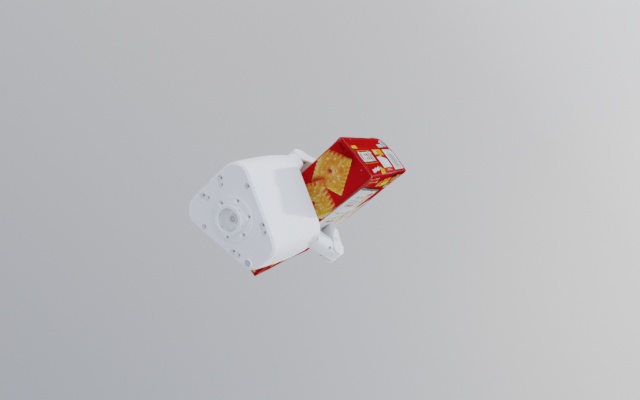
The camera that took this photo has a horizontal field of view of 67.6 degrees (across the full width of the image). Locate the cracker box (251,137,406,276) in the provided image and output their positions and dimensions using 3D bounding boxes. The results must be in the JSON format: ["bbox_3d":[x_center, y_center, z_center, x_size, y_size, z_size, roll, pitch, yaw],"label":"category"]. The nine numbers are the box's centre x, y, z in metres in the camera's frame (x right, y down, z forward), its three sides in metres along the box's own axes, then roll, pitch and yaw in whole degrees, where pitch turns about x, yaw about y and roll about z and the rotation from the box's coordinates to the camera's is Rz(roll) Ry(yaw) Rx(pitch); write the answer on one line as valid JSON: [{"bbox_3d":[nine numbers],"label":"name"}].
[{"bbox_3d":[0.000,0.002,0.666,0.214,0.072,0.164,-40,-10,23],"label":"cracker box"}]
